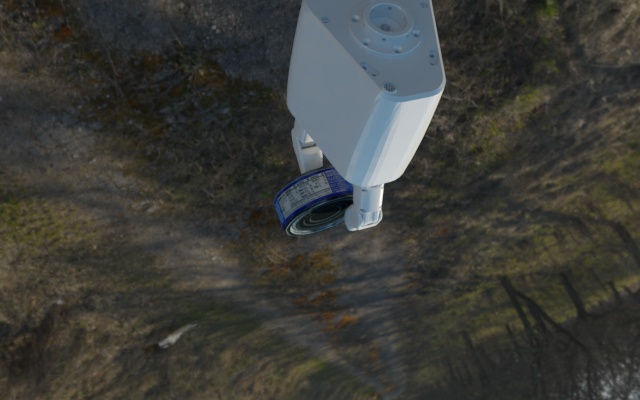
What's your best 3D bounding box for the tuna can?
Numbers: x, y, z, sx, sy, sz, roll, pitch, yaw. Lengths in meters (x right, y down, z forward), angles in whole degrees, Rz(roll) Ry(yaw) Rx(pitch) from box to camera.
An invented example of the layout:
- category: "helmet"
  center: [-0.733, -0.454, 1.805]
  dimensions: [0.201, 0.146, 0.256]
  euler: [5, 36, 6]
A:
- category: "tuna can"
  center: [0.000, 0.002, 0.457]
  dimensions: [0.086, 0.033, 0.086]
  euler: [-20, -20, -7]
